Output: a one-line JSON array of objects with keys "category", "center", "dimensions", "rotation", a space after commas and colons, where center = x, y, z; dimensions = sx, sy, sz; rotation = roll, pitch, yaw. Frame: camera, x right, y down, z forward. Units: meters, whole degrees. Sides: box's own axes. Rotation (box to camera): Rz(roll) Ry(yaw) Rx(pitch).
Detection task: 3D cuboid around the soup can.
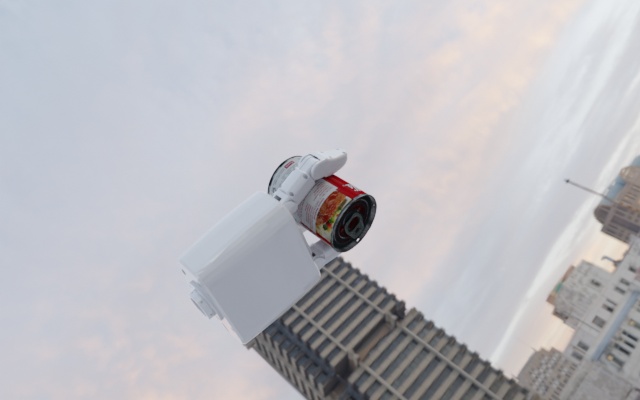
[{"category": "soup can", "center": [0.000, 0.001, 0.515], "dimensions": [0.102, 0.068, 0.068], "rotation": [33, 19, 33]}]
